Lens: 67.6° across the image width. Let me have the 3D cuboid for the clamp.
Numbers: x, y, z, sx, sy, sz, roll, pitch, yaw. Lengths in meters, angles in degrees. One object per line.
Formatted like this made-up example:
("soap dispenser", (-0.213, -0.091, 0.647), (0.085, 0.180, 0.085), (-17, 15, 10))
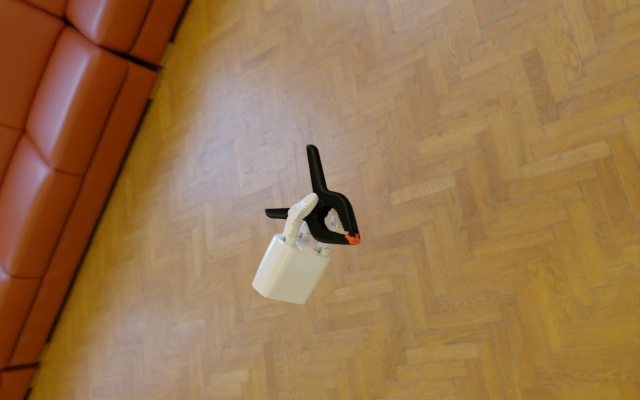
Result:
("clamp", (0.000, 0.003, 0.860), (0.210, 0.164, 0.036), (34, 11, 35))
